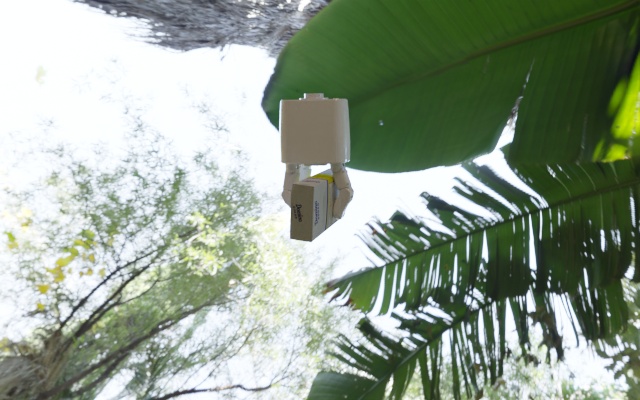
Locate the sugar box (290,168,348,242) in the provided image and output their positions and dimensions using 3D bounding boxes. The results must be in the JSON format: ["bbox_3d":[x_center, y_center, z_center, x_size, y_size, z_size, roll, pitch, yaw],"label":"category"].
[{"bbox_3d":[0.000,0.002,0.822,0.048,0.093,0.176,8,14,22],"label":"sugar box"}]
